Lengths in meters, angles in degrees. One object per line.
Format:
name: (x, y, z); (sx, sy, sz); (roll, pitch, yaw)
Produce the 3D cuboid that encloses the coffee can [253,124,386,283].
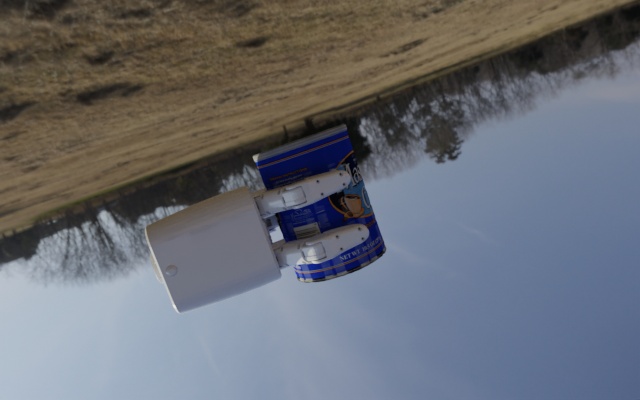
coffee can: (0.000, 0.001, 0.508); (0.103, 0.140, 0.103); (-19, 8, 3)
